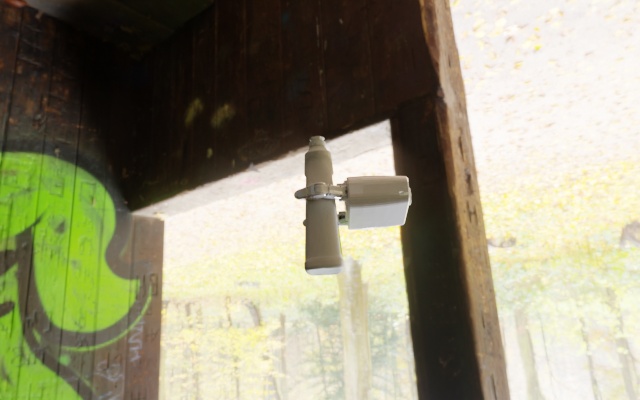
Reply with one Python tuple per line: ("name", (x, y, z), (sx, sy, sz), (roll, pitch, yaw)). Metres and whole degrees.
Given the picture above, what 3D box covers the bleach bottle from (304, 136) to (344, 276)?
("bleach bottle", (0.000, 0.003, 0.851), (0.068, 0.250, 0.102), (-3, -16, 0))
